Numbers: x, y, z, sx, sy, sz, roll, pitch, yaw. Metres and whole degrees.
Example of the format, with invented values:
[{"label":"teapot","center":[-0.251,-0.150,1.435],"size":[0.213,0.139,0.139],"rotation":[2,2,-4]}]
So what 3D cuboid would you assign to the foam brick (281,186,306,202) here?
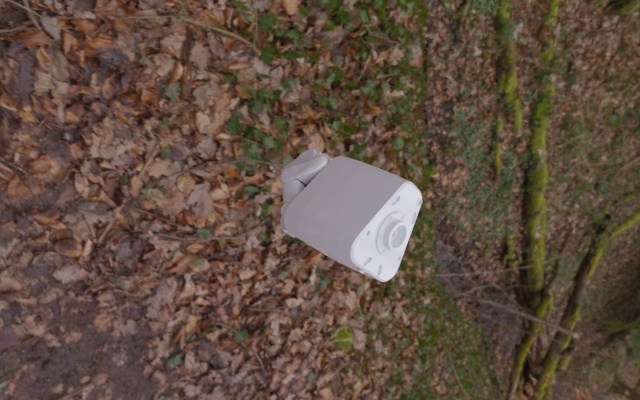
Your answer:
[{"label":"foam brick","center":[0.000,0.002,0.603],"size":[0.051,0.053,0.078],"rotation":[24,-10,43]}]
